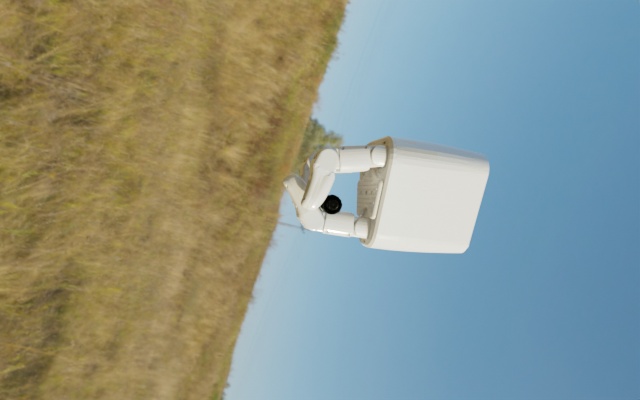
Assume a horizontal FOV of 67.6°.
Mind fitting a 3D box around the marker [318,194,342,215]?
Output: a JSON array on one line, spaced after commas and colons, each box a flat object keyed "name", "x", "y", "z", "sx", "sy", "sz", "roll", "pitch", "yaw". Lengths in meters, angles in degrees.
[{"name": "marker", "x": 0.000, "y": 0.002, "z": 0.498, "sx": 0.020, "sy": 0.020, "sz": 0.121, "roll": 0, "pitch": 2, "yaw": -12}]
